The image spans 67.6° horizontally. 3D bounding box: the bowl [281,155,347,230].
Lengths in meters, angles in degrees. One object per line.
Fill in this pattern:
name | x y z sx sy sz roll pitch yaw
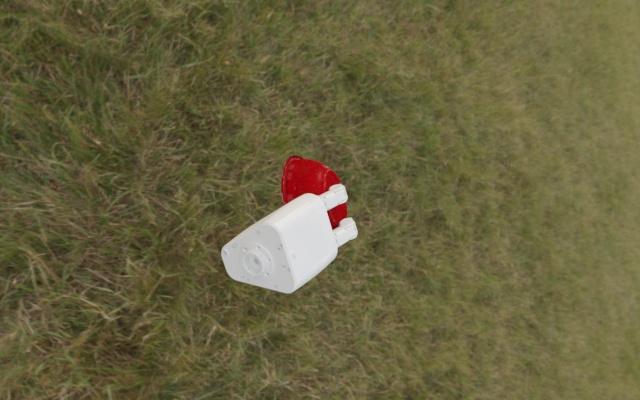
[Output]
bowl | 0.001 0.002 0.743 0.055 0.162 0.162 -13 -5 21
